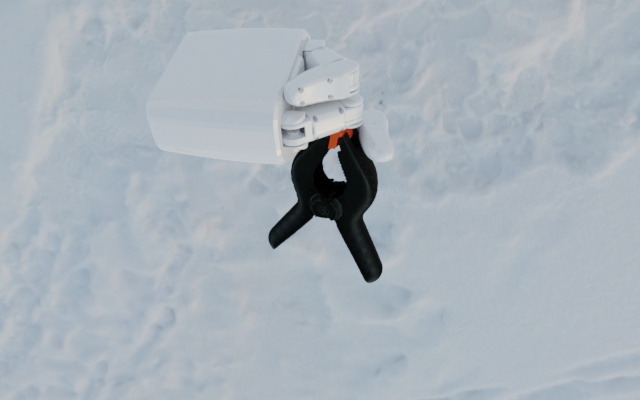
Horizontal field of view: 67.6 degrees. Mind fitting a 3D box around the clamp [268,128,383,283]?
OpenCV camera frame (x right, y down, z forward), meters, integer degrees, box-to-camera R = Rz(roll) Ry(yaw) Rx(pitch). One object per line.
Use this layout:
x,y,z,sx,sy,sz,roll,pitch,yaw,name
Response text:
0.000,0.002,0.440,0.120,0.172,0.039,7,36,14,clamp
